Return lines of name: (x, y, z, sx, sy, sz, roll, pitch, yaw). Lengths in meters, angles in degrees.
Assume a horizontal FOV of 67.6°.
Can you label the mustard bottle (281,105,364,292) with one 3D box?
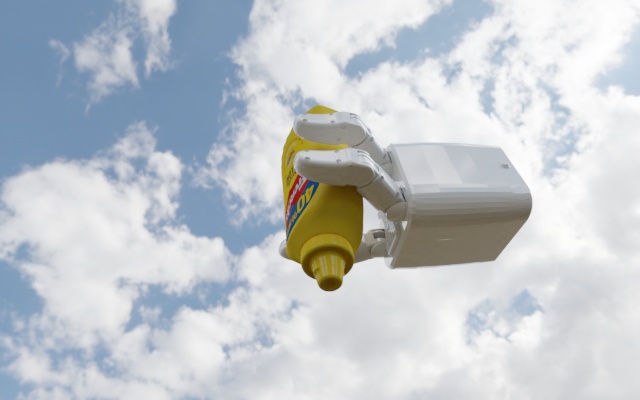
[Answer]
mustard bottle: (0.000, 0.001, 0.419, 0.058, 0.096, 0.191, 18, 35, -20)
